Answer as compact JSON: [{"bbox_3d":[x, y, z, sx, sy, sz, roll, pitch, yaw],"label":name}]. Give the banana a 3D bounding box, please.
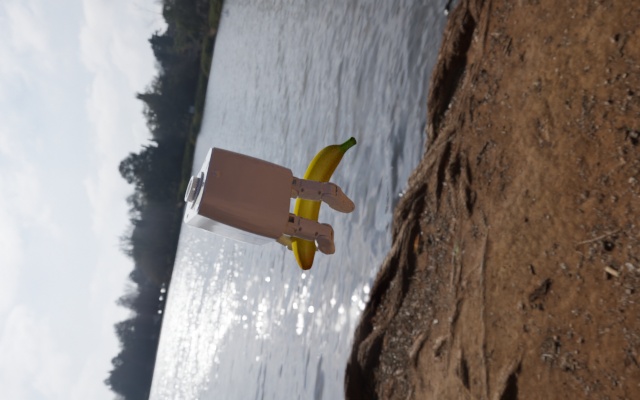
[{"bbox_3d":[-0.008,0.000,0.669,0.037,0.197,0.069,25,-14,-27],"label":"banana"}]
